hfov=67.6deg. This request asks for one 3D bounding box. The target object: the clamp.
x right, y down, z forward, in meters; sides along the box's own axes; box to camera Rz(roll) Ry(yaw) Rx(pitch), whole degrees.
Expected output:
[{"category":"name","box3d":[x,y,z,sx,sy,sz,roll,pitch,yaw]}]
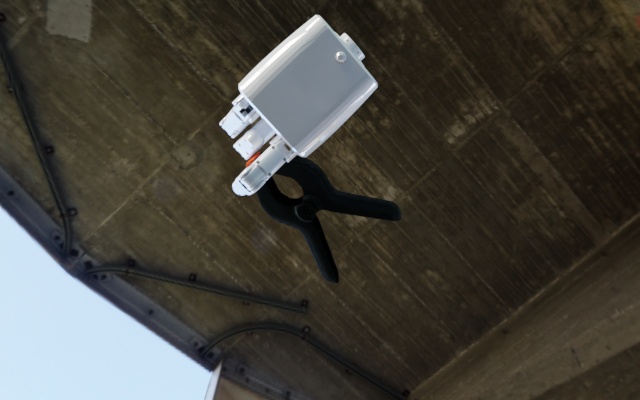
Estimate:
[{"category":"clamp","box3d":[0.000,0.001,0.521,0.120,0.171,0.039,-41,13,13]}]
